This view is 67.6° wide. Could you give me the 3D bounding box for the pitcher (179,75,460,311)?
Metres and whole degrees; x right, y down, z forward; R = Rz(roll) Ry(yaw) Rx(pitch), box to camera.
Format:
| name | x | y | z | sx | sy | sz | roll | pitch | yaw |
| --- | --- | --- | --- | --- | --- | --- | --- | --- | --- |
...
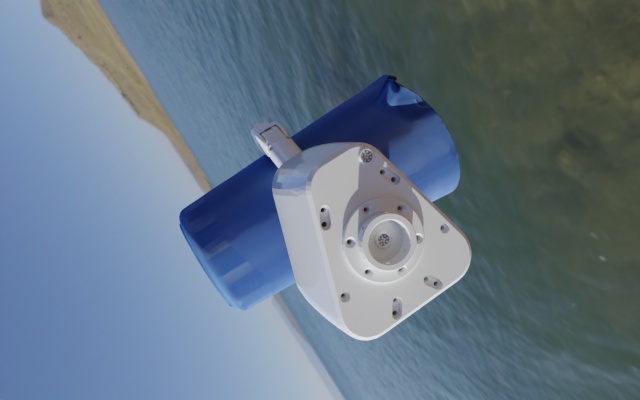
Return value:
| name | x | y | z | sx | sy | sz | roll | pitch | yaw |
| --- | --- | --- | --- | --- | --- | --- | --- | --- | --- |
| pitcher | 0.000 | 0.001 | 0.460 | 0.243 | 0.149 | 0.145 | -32 | 11 | -11 |
